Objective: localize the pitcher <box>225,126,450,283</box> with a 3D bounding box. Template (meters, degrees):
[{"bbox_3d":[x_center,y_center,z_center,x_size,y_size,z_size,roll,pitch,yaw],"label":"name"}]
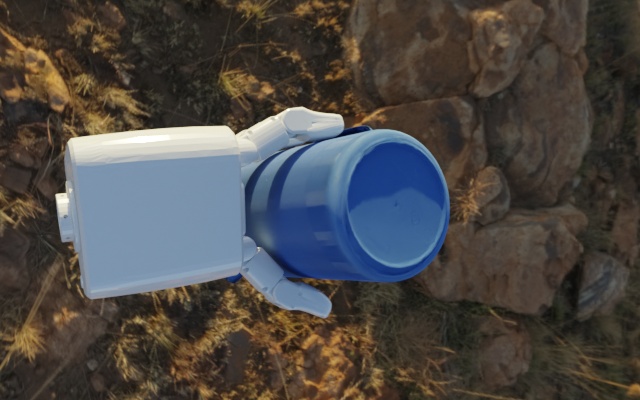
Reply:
[{"bbox_3d":[0.000,0.001,0.434,0.145,0.149,0.243,-5,-1,-30],"label":"pitcher"}]
